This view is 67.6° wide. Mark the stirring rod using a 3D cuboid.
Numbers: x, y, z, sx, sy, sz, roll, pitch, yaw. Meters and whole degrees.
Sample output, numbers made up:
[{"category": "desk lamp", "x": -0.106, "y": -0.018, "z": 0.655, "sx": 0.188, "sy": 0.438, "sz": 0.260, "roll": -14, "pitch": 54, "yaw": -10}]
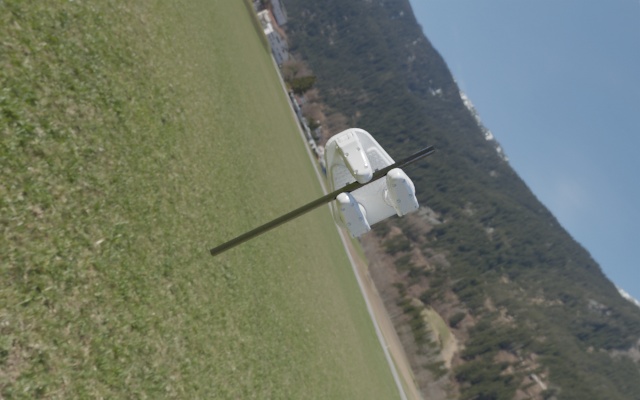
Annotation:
[{"category": "stirring rod", "x": 0.000, "y": 0.002, "z": 0.468, "sx": 0.239, "sy": 0.011, "sz": 0.011, "roll": -25, "pitch": -2, "yaw": 4}]
